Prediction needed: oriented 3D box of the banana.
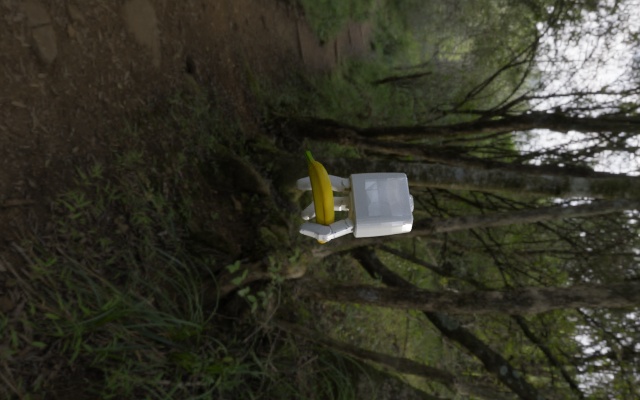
[{"bbox_3d":[0.003,0.009,0.878,0.037,0.198,0.069,-11,30,-7],"label":"banana"}]
